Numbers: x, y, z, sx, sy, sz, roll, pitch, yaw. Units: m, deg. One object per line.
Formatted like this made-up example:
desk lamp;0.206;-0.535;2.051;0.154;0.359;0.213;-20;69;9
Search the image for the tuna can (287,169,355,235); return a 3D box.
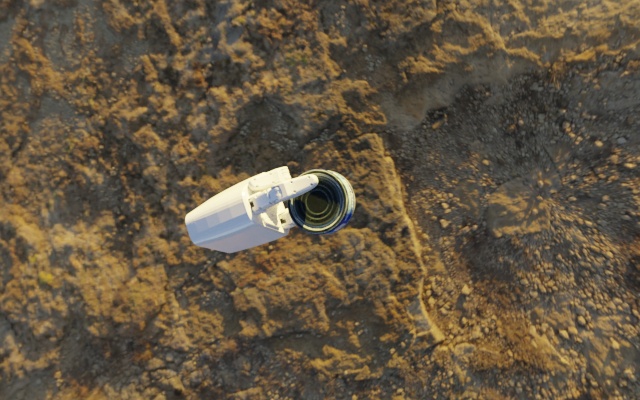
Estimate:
tuna can;0.000;0.002;0.624;0.086;0.086;0.034;0;-1;19
